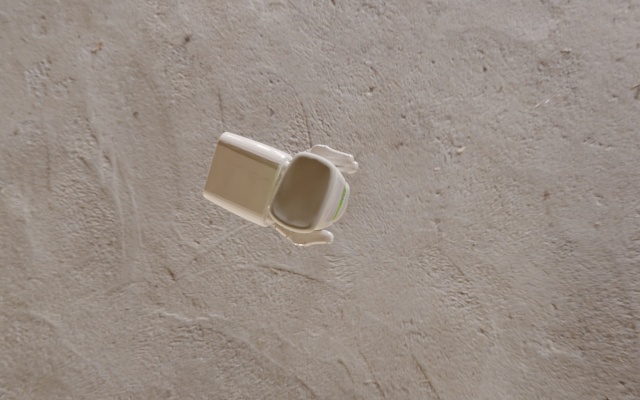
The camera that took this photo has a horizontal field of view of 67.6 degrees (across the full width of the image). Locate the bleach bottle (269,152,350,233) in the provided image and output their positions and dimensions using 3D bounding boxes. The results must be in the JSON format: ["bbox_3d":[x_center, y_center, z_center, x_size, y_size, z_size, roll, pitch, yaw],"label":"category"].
[{"bbox_3d":[0.000,0.002,0.705,0.068,0.102,0.251,23,-2,12],"label":"bleach bottle"}]
